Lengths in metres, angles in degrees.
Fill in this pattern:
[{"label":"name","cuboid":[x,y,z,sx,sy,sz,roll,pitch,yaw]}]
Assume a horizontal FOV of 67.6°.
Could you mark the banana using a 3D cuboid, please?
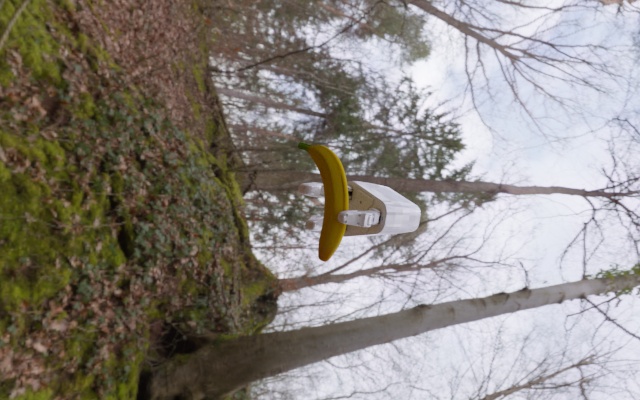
[{"label":"banana","cuboid":[0.014,-0.005,0.753,0.069,0.197,0.037,-18,-13,38]}]
